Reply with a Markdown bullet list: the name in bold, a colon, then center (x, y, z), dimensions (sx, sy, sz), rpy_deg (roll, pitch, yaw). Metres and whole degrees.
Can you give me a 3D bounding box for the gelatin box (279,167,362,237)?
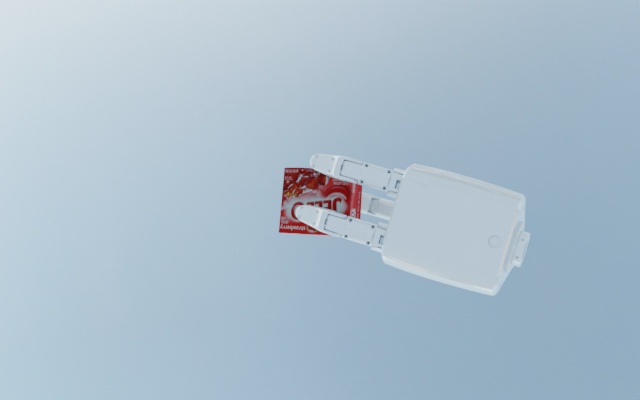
- **gelatin box**: center (0.000, 0.002, 0.513), dimensions (0.089, 0.073, 0.030), rpy_deg (2, -6, 32)
